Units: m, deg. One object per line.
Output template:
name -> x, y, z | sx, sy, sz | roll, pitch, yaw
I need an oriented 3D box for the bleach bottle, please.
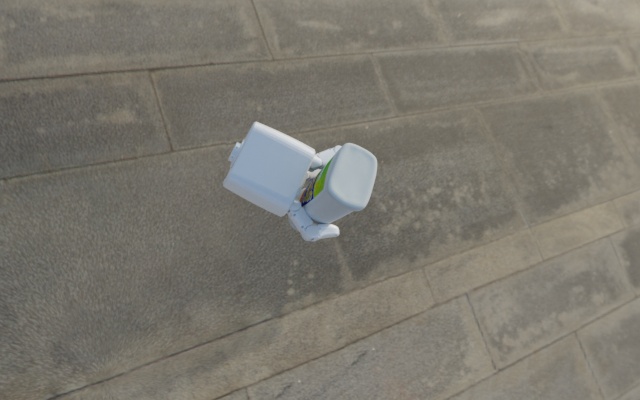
bleach bottle -> 0.000, 0.002, 0.778 | 0.068, 0.102, 0.251 | 26, -28, -13
